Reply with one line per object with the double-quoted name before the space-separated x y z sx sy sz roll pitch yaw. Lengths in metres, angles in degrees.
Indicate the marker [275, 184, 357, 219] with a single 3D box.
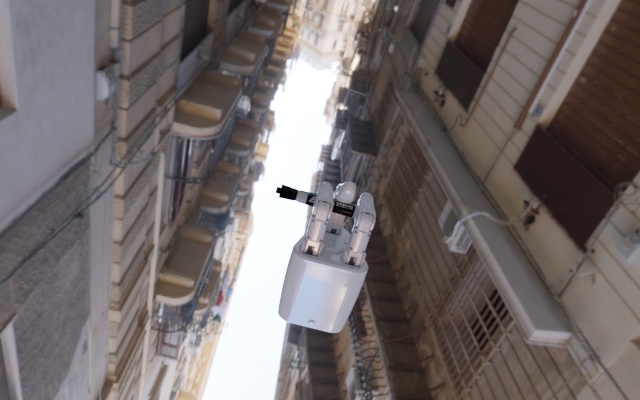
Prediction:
"marker" 0.000 0.002 0.625 0.121 0.020 0.020 15 -1 -3
